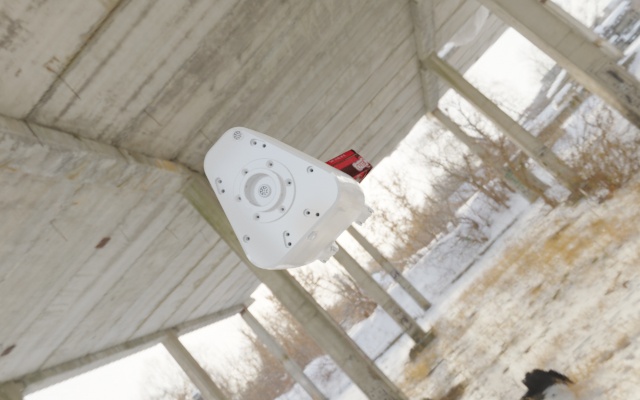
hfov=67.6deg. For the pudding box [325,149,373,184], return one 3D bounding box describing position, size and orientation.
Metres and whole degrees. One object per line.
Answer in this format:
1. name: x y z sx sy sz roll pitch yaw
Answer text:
1. pudding box: 0.000 0.002 0.534 0.090 0.039 0.113 -30 -18 -54
